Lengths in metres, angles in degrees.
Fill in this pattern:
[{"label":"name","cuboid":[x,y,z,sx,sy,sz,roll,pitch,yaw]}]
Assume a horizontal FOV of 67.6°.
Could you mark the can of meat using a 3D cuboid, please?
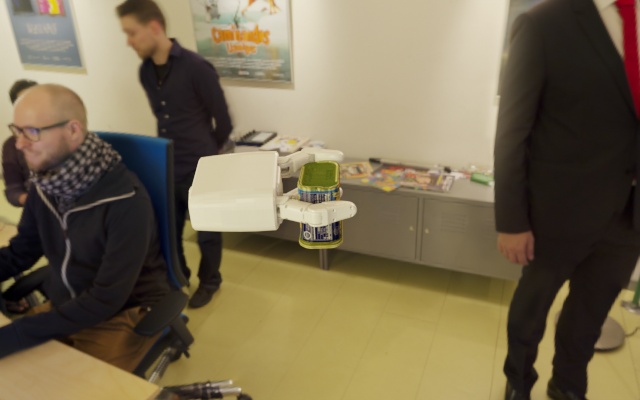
[{"label":"can of meat","cuboid":[0.000,0.002,0.632,0.057,0.084,0.102,-1,24,3]}]
